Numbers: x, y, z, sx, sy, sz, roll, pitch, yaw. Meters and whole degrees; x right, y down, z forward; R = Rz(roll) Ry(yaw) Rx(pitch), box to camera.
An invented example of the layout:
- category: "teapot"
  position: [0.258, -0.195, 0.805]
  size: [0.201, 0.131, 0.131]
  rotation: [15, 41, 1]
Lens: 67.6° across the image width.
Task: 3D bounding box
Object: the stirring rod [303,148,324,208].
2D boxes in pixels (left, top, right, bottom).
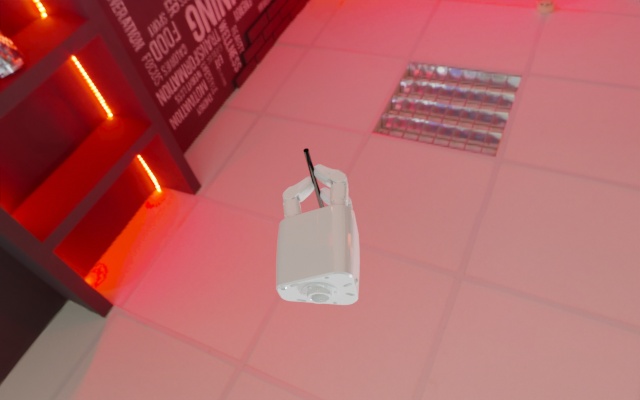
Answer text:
- category: "stirring rod"
  position: [0.000, 0.002, 0.766]
  size: [0.011, 0.011, 0.240]
  rotation: [0, -37, 12]
